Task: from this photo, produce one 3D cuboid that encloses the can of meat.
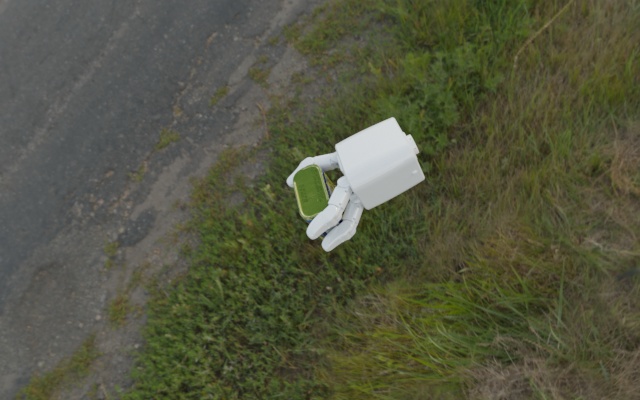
[{"bbox_3d":[0.000,0.002,0.774,0.057,0.102,0.084,-23,-33,12],"label":"can of meat"}]
